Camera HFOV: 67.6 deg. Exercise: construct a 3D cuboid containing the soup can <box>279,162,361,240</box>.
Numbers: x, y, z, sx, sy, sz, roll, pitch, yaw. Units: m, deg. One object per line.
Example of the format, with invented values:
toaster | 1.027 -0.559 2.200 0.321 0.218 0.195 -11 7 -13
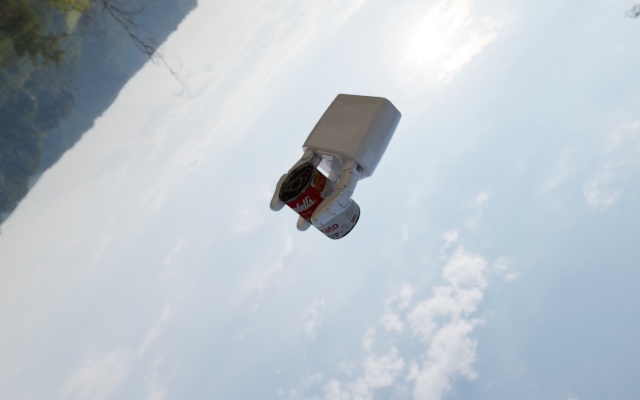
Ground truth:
soup can | 0.000 0.003 0.679 0.102 0.068 0.068 40 -22 -29
